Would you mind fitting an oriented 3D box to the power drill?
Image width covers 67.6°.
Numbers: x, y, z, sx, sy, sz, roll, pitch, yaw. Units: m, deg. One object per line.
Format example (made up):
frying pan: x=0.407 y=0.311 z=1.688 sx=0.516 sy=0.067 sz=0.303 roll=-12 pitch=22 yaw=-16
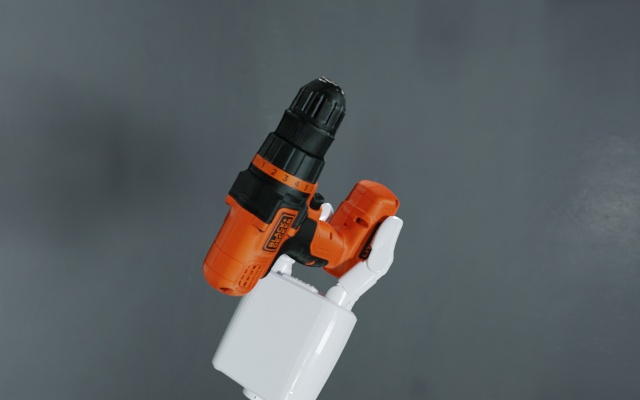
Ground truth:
power drill: x=0.000 y=0.002 z=0.429 sx=0.057 sy=0.184 sz=0.188 roll=37 pitch=10 yaw=34
